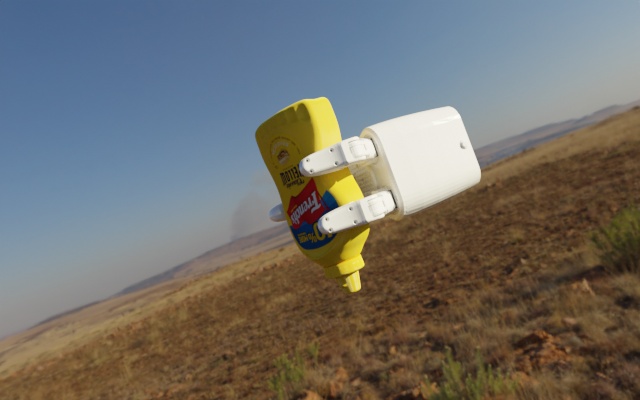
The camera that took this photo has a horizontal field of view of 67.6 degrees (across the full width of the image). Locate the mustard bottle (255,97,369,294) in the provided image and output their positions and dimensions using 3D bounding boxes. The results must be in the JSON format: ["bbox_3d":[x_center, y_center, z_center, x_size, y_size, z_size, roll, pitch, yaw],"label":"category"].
[{"bbox_3d":[0.000,0.001,0.483,0.058,0.191,0.096,-19,-2,-44],"label":"mustard bottle"}]
